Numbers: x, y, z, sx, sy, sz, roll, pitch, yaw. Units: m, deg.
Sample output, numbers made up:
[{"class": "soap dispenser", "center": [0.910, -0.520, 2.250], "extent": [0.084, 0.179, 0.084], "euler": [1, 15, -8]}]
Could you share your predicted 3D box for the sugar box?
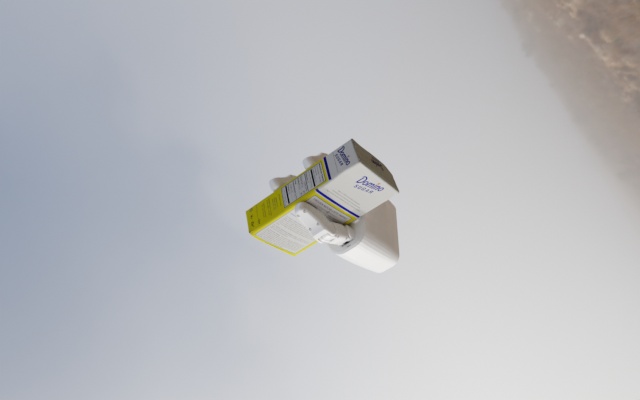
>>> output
[{"class": "sugar box", "center": [0.000, 0.002, 0.604], "extent": [0.176, 0.048, 0.093], "euler": [-34, -41, 22]}]
